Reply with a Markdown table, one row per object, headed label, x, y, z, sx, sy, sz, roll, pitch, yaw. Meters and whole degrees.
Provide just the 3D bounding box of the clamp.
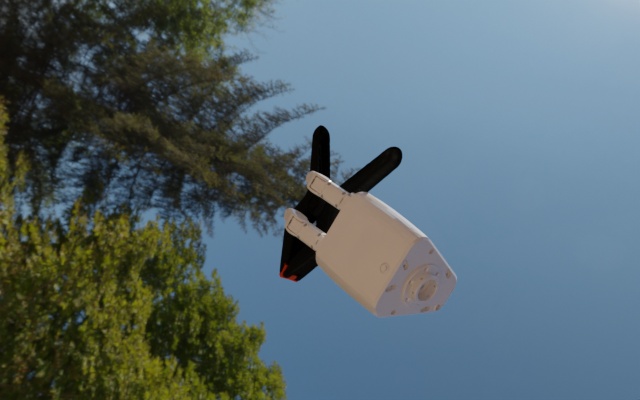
| label | x | y | z | sx | sy | sz | roll | pitch | yaw |
| --- | --- | --- | --- | --- | --- | --- | --- | --- | --- |
| clamp | 0.001 | 0.003 | 0.612 | 0.036 | 0.210 | 0.164 | 25 | 8 | -38 |
